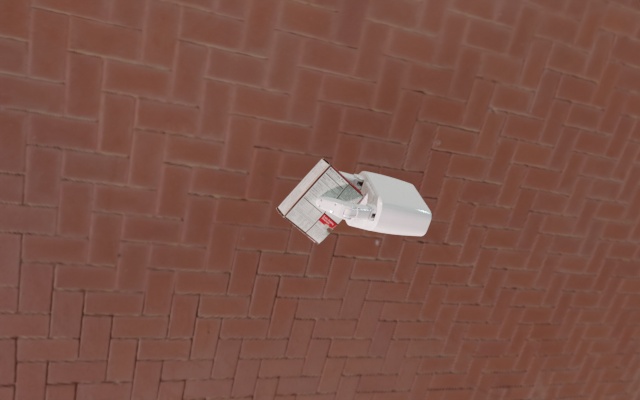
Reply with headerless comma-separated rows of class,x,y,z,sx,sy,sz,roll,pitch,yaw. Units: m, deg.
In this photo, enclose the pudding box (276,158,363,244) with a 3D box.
pudding box,0.000,0.003,0.766,0.090,0.113,0.039,41,1,-32
